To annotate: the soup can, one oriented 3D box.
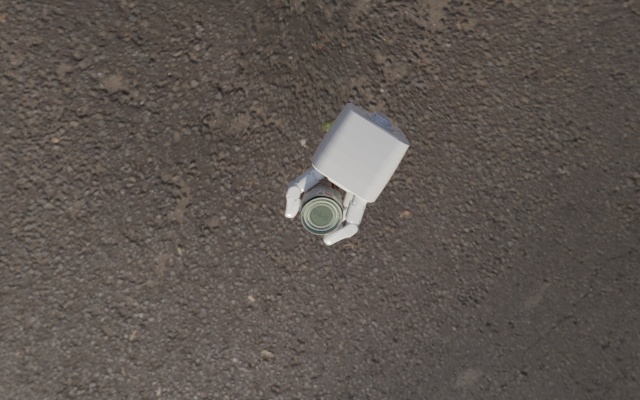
[{"bbox_3d":[0.000,0.003,0.770,0.068,0.068,0.102,0,25,-3],"label":"soup can"}]
